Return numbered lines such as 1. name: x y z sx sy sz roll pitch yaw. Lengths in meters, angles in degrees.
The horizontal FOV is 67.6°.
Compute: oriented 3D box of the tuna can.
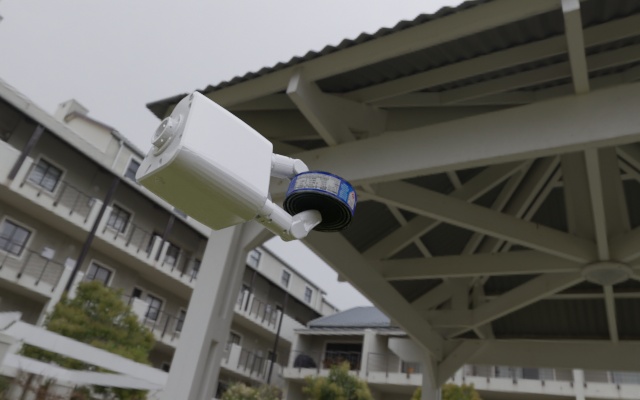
1. tuna can: 0.000 0.001 0.576 0.086 0.033 0.086 11 -33 7
